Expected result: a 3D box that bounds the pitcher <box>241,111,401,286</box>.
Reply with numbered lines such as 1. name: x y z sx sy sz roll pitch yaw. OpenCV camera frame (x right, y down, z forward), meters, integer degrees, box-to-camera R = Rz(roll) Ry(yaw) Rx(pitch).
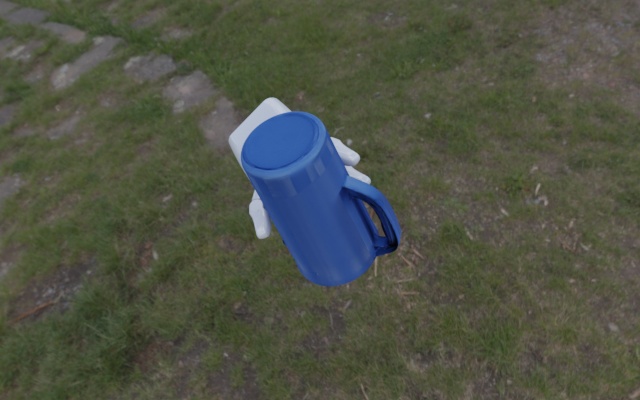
1. pitcher: 0.000 0.002 0.637 0.149 0.145 0.243 -32 -42 -5
